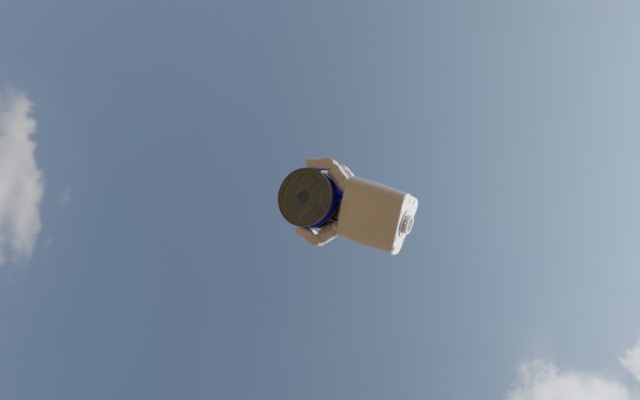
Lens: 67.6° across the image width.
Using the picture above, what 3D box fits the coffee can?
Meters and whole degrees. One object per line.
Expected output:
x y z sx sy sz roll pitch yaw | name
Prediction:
0.000 0.003 0.880 0.103 0.103 0.140 0 -8 25 | coffee can
